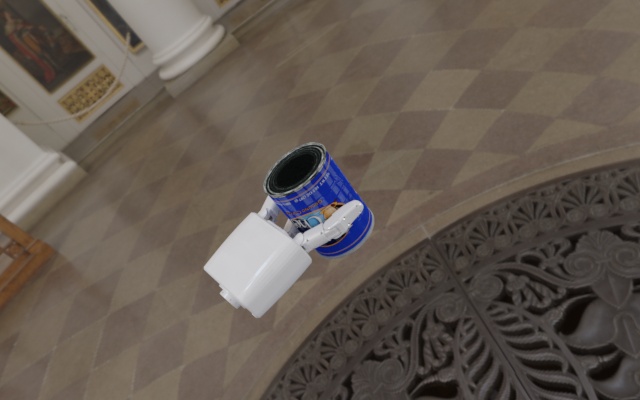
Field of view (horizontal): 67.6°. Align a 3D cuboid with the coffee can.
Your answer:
[{"bbox_3d":[0.000,0.002,0.685,0.103,0.102,0.140,0,-41,44],"label":"coffee can"}]
